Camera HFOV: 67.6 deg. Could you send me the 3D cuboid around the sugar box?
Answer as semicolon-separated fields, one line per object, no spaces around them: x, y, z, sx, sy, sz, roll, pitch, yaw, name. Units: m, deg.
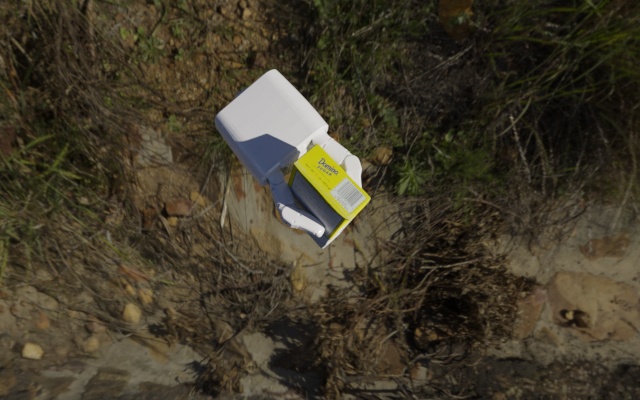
0.000;0.002;0.627;0.048;0.093;0.176;-41;-5;-16;sugar box
